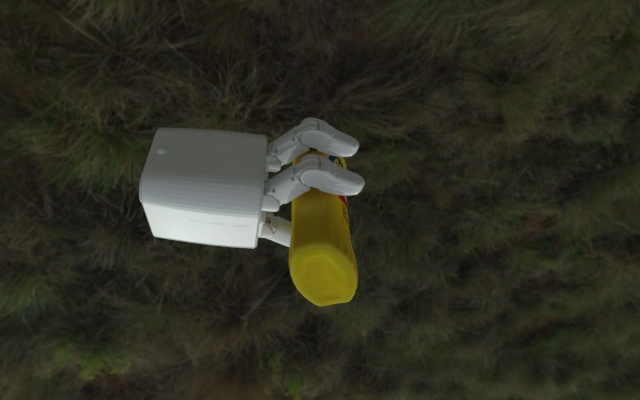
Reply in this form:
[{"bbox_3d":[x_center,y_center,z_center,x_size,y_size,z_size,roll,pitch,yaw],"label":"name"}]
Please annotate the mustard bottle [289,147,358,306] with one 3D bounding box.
[{"bbox_3d":[0.000,0.002,0.482,0.058,0.191,0.096,-12,-45,9],"label":"mustard bottle"}]
